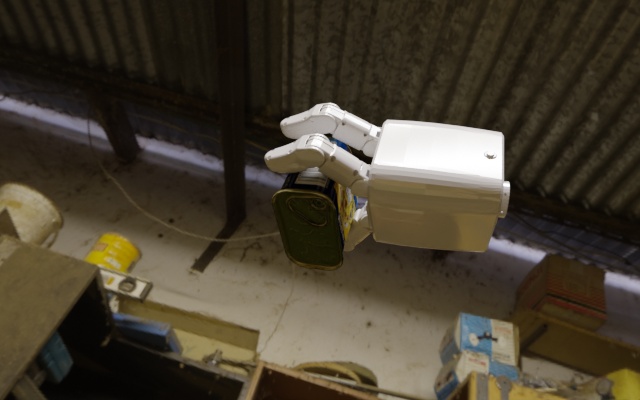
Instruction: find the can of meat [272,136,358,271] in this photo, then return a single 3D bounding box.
[{"bbox_3d":[0.000,0.001,0.455,0.057,0.102,0.084,5,45,16],"label":"can of meat"}]
